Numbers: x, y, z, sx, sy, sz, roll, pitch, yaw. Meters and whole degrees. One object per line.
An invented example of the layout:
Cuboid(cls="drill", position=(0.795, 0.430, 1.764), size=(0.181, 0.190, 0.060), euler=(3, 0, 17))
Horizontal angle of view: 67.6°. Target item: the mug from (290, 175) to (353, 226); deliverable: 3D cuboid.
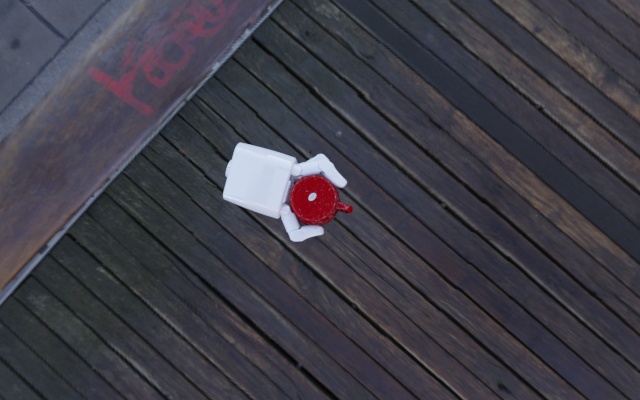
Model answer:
Cuboid(cls="mug", position=(0.001, 0.003, 0.841), size=(0.117, 0.093, 0.081), euler=(18, -3, 2))
